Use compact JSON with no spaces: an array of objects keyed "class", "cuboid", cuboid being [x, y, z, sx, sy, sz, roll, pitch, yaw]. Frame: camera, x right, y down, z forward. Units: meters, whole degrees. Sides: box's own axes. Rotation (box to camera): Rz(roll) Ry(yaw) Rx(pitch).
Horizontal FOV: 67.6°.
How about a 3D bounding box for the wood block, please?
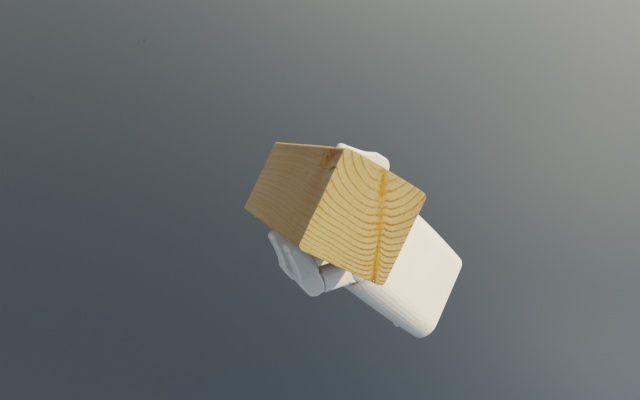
[{"class":"wood block","cuboid":[0.001,0.002,0.485,0.090,0.091,0.206,27,-3,-22]}]
